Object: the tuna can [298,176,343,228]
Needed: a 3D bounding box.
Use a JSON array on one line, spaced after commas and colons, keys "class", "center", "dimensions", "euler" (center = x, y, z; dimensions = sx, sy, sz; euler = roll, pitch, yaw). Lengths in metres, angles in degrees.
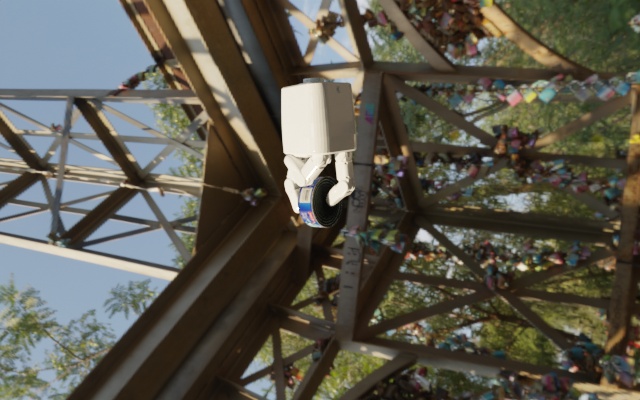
[{"class": "tuna can", "center": [0.000, 0.003, 0.804], "dimensions": [0.034, 0.086, 0.086], "euler": [0, 0, 38]}]
